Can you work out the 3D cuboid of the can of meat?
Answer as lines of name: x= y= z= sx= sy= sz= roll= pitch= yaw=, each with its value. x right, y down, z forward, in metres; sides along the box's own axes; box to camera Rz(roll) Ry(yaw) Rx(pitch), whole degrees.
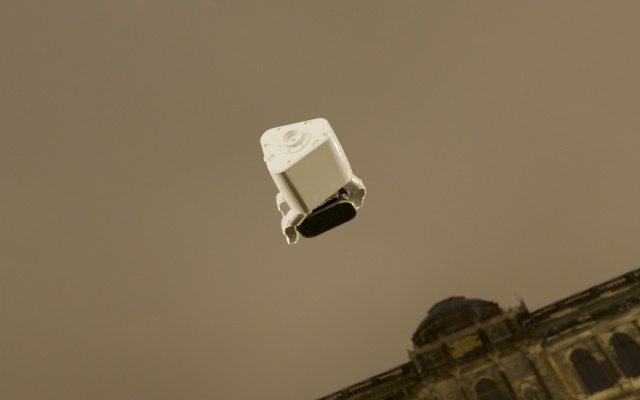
can of meat: x=0.000 y=0.002 z=0.816 sx=0.102 sy=0.084 sz=0.057 roll=-26 pitch=-38 yaw=8
